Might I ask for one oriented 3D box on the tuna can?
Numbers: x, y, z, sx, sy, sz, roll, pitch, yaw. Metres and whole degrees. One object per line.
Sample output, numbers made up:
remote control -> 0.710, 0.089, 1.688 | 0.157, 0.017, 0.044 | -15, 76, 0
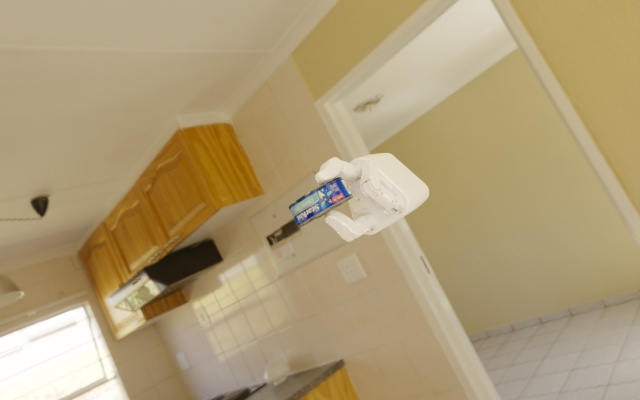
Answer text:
tuna can -> 0.000, 0.002, 0.653 | 0.086, 0.034, 0.086 | -30, -3, -2
